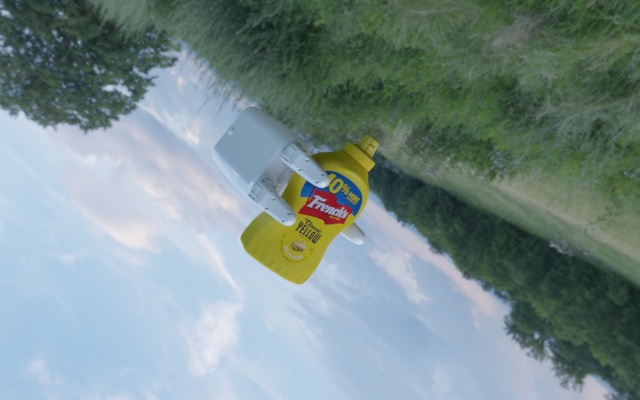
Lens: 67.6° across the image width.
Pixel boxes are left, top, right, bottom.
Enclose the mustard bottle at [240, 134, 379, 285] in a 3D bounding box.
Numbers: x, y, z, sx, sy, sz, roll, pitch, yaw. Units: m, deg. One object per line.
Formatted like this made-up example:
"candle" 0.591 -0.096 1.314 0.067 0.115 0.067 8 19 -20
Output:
"mustard bottle" 0.000 0.002 0.559 0.096 0.191 0.058 38 3 -27
